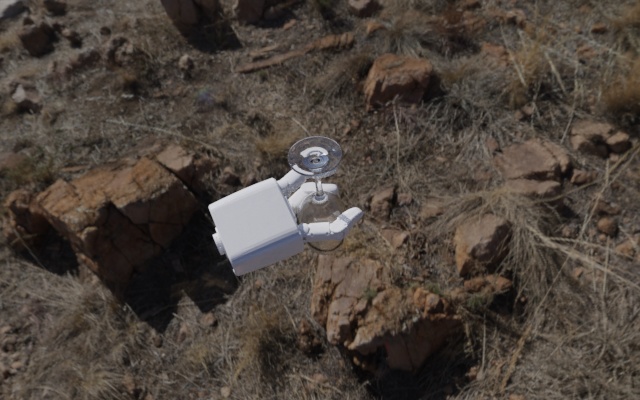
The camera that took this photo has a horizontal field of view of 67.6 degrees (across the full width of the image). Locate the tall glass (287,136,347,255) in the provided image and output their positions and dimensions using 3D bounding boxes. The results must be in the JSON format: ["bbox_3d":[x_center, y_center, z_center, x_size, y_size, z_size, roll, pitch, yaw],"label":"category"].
[{"bbox_3d":[0.000,0.002,0.715,0.079,0.079,0.201,0,-39,6],"label":"tall glass"}]
